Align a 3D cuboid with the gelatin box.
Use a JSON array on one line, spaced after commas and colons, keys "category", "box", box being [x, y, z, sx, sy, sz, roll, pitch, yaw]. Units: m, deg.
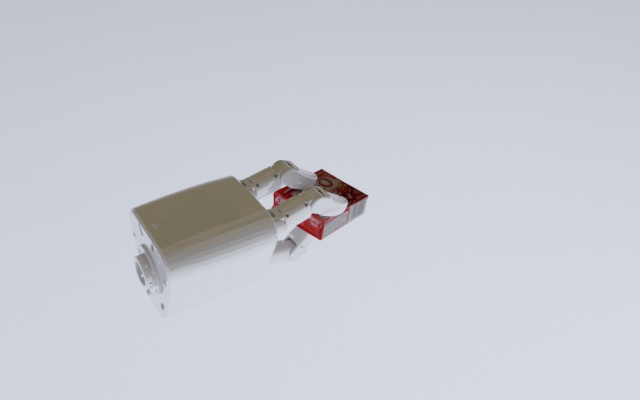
[{"category": "gelatin box", "box": [0.000, 0.002, 0.546, 0.073, 0.030, 0.089, 31, 37, 27]}]
